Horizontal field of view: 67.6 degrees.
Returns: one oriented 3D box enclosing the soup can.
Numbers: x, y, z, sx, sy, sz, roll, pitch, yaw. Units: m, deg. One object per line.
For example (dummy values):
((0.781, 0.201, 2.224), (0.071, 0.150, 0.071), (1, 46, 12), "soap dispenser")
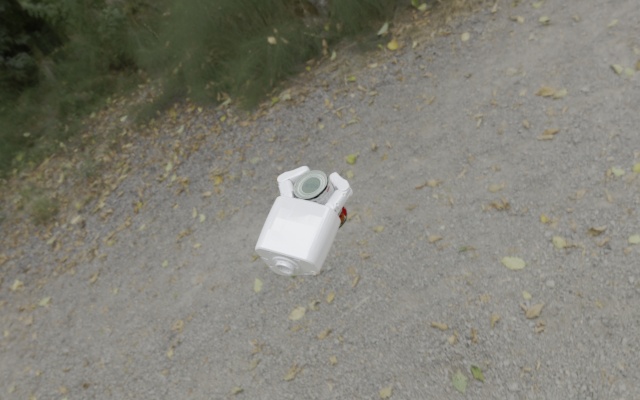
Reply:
((0.000, 0.002, 0.862), (0.068, 0.068, 0.102), (0, -37, 27), "soup can")
